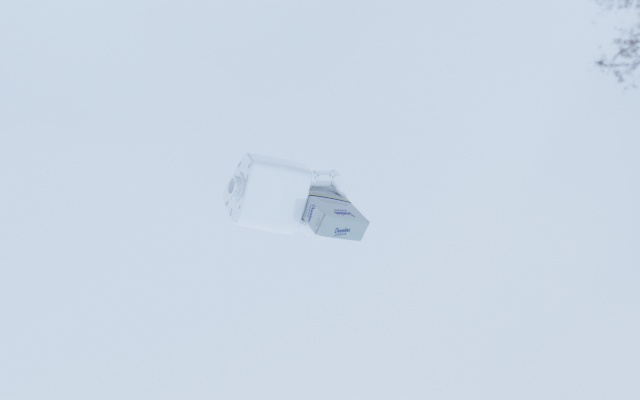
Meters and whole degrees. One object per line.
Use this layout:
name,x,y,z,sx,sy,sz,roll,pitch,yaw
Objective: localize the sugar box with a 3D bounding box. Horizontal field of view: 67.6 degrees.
sugar box,0.000,0.003,0.820,0.093,0.048,0.176,11,26,-32
